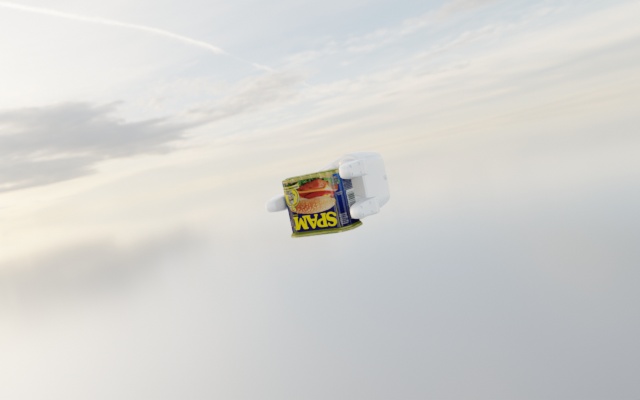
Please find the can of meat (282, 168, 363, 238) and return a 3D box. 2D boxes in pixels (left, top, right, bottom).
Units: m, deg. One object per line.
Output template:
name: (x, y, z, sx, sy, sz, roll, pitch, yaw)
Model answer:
can of meat: (0.000, 0.002, 0.664, 0.102, 0.084, 0.057, -9, 5, 32)
